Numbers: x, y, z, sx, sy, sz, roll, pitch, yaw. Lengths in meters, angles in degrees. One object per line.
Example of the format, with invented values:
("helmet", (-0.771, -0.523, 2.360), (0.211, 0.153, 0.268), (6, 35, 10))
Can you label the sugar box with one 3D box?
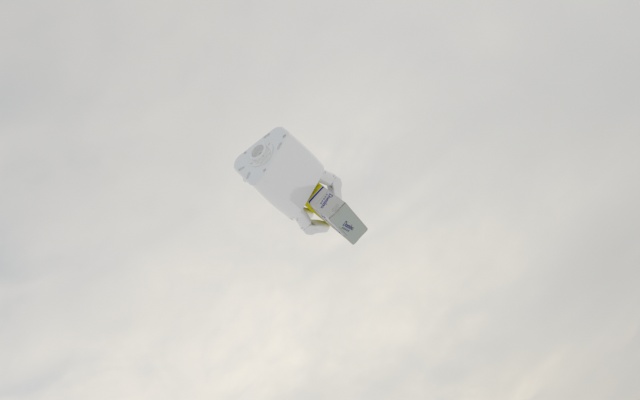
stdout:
("sugar box", (0.000, 0.003, 0.855), (0.176, 0.048, 0.093), (41, -4, 46))
